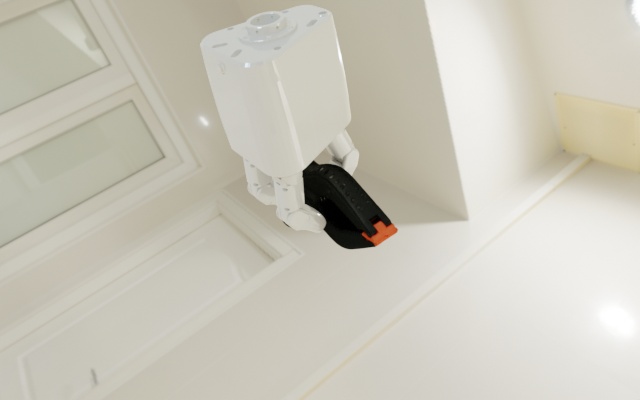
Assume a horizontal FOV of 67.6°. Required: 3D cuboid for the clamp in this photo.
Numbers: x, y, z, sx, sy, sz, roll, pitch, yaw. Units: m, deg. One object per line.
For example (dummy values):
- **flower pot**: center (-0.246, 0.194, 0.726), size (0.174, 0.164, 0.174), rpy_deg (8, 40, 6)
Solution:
- **clamp**: center (0.001, 0.001, 0.513), size (0.036, 0.165, 0.210), rpy_deg (-32, 44, -23)
